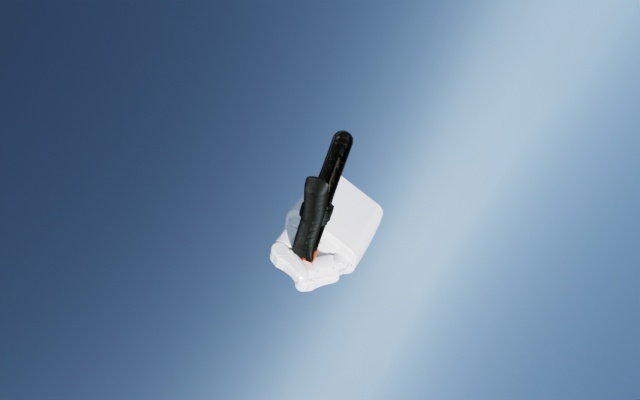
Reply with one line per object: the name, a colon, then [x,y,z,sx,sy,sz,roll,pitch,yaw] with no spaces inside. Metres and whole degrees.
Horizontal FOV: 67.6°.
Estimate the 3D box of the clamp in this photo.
clamp: [0.001,0.002,0.568,0.039,0.172,0.120,27,48,9]
